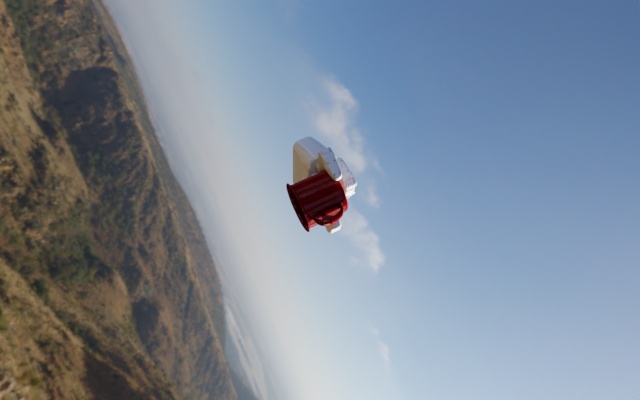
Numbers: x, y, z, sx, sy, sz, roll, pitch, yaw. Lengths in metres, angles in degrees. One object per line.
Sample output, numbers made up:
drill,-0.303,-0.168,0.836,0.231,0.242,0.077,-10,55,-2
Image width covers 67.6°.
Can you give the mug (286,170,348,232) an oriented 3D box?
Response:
mug,0.001,0.003,0.827,0.081,0.093,0.117,-24,36,-11
